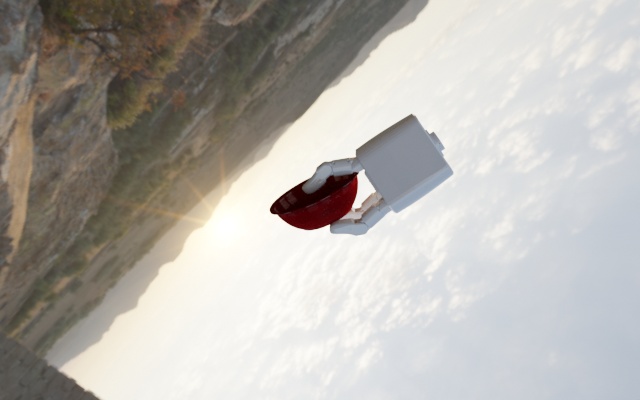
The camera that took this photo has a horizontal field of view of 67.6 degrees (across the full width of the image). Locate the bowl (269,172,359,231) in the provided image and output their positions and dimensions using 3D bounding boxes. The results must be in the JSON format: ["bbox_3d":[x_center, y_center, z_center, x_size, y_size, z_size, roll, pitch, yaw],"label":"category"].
[{"bbox_3d":[-0.001,0.003,0.776,0.162,0.055,0.162,-24,16,7],"label":"bowl"}]
